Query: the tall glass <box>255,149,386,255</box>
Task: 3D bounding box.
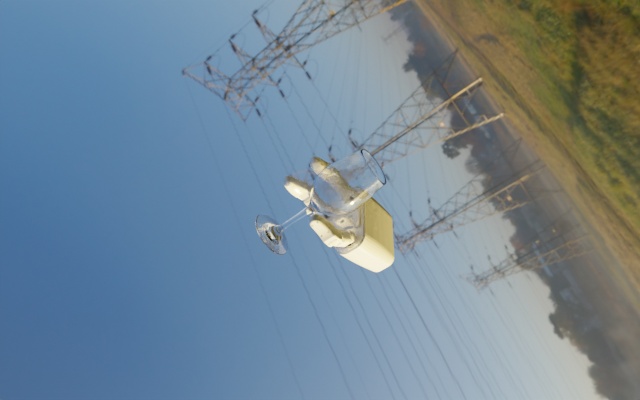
[{"bbox_3d":[0.000,0.003,0.722,0.201,0.079,0.079,-34,-14,21],"label":"tall glass"}]
